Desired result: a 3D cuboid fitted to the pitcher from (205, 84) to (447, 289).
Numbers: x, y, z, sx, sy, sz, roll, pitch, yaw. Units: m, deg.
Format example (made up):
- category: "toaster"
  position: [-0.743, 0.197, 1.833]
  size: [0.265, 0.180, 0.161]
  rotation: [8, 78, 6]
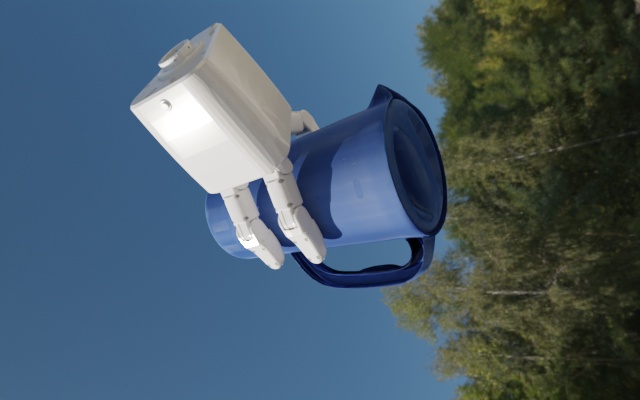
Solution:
- category: "pitcher"
  position: [0.000, 0.001, 0.498]
  size: [0.243, 0.149, 0.145]
  rotation: [-15, -49, 33]
